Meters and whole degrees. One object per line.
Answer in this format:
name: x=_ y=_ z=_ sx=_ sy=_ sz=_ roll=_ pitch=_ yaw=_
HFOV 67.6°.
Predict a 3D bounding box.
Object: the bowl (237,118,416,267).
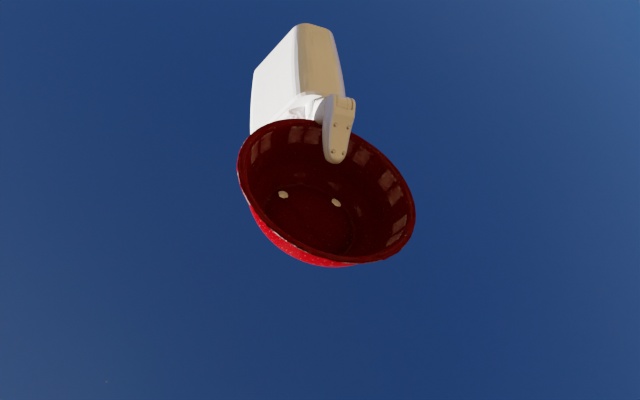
bowl: x=0.000 y=0.003 z=0.421 sx=0.162 sy=0.162 sz=0.055 roll=0 pitch=-40 yaw=-28
